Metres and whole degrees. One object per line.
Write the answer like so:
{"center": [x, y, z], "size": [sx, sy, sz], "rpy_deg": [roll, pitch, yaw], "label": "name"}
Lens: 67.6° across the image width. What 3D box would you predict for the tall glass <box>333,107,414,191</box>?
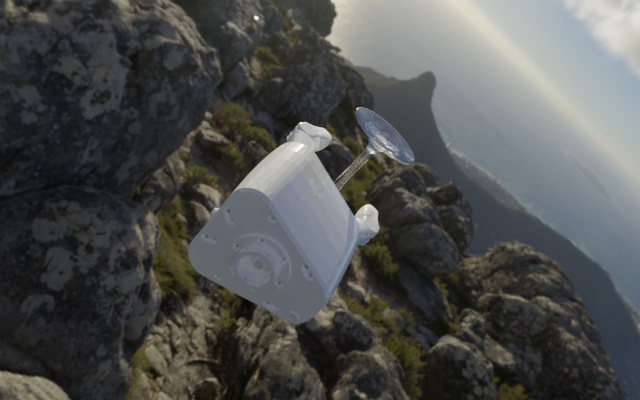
{"center": [0.001, 0.001, 0.498], "size": [0.201, 0.079, 0.079], "rpy_deg": [-46, -25, 27], "label": "tall glass"}
